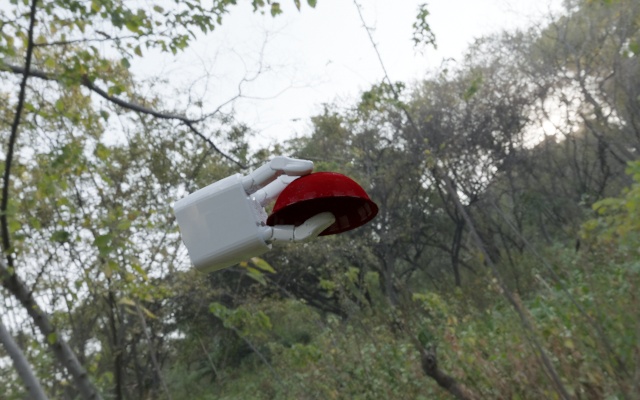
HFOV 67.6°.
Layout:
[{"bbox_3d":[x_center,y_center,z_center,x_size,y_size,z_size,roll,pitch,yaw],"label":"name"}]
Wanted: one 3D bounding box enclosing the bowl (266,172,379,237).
[{"bbox_3d":[0.001,0.002,0.691,0.162,0.055,0.162,-6,-22,-3],"label":"bowl"}]
